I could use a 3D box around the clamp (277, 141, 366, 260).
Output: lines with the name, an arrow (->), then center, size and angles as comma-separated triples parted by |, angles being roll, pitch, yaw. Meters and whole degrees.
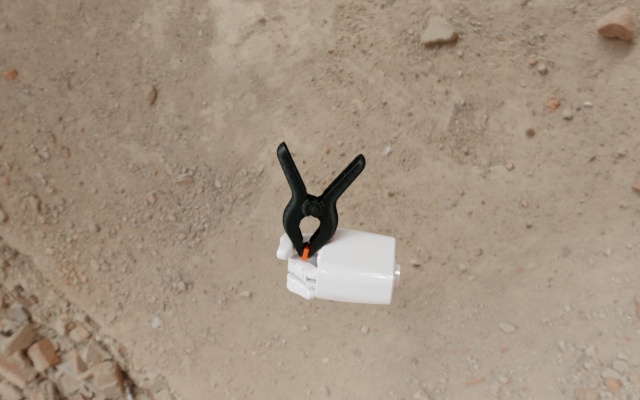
clamp -> 0.000, 0.003, 0.667 | 0.120, 0.171, 0.039 | 3, 24, 4
